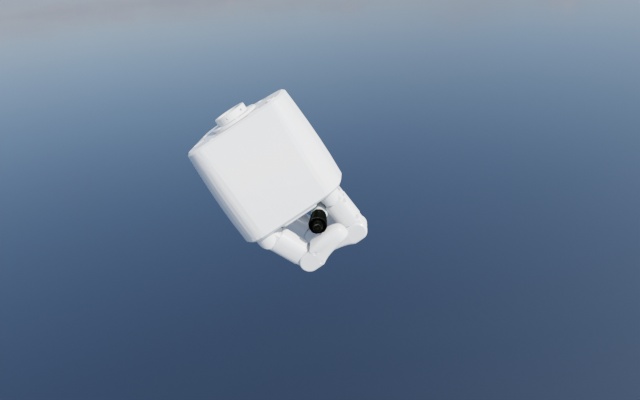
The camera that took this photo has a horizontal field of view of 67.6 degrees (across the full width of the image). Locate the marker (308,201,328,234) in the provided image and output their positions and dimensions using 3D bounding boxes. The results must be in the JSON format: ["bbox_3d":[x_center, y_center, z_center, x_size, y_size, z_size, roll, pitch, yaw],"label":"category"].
[{"bbox_3d":[0.000,0.002,0.514,0.020,0.020,0.121,0,25,4],"label":"marker"}]
